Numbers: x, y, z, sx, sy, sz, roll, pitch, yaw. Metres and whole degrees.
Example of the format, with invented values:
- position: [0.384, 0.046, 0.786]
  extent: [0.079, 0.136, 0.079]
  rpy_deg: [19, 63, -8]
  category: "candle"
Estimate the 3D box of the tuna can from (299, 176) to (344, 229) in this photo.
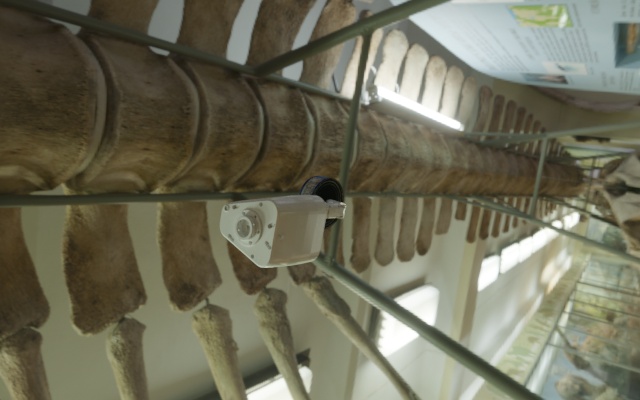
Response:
- position: [0.000, 0.003, 0.794]
  extent: [0.033, 0.086, 0.086]
  rpy_deg: [13, 8, 37]
  category: "tuna can"
